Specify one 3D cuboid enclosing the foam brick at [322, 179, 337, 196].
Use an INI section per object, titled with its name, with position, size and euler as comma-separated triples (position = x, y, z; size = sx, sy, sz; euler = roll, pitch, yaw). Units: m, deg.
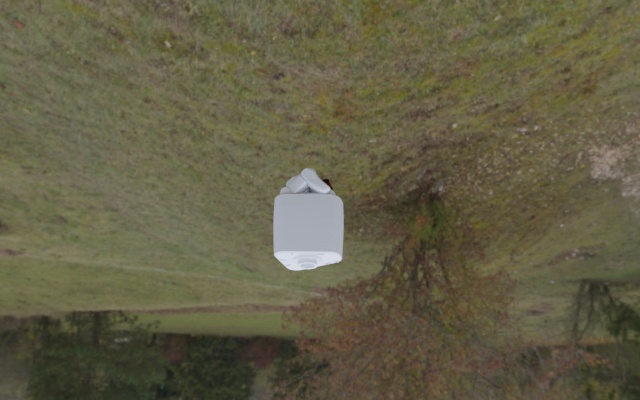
[foam brick]
position = 0.000, 0.003, 0.890
size = 0.053, 0.051, 0.078
euler = -9, -28, 14
